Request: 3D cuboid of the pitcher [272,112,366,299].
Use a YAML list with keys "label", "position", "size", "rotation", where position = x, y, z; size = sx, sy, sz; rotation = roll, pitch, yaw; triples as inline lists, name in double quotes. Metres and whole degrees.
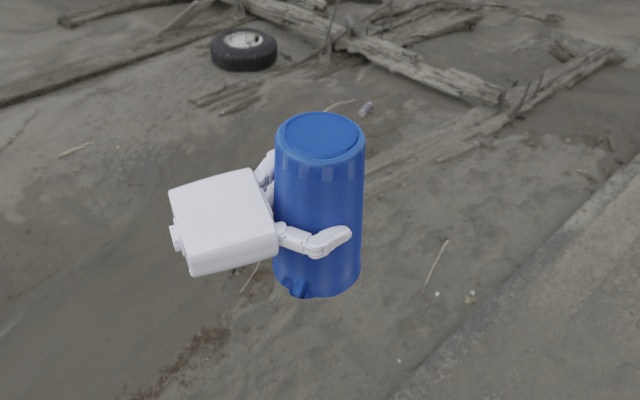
- label: "pitcher"
  position: [0.000, 0.002, 0.647]
  size: [0.145, 0.243, 0.149]
  rotation: [-15, 45, -18]
